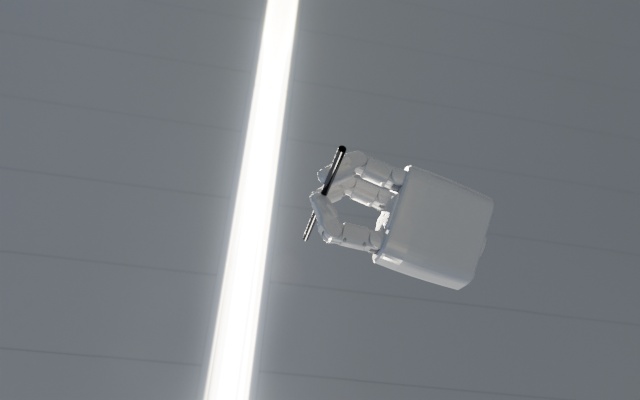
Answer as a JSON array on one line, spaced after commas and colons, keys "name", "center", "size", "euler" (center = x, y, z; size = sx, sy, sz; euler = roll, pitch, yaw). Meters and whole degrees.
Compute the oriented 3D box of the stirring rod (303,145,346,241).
[{"name": "stirring rod", "center": [0.000, 0.002, 0.565], "size": [0.011, 0.011, 0.240], "euler": [0, -25, -11]}]
